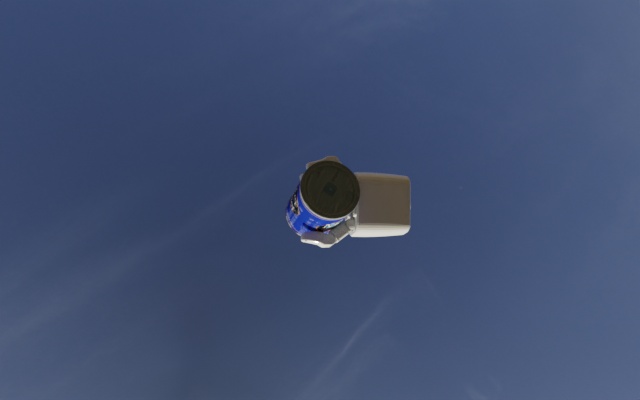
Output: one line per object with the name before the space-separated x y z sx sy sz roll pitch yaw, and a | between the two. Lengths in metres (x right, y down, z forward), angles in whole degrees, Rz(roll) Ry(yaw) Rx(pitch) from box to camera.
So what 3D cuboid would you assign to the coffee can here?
coffee can | 0.000 0.003 0.849 0.103 0.102 0.140 0 -18 -15
